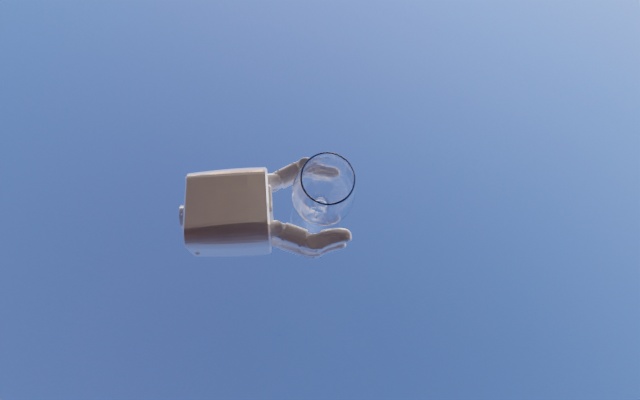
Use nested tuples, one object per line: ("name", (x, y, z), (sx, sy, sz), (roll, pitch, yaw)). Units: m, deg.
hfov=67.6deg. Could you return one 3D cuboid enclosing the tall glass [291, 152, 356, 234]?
("tall glass", (0.000, 0.002, 0.620), (0.079, 0.079, 0.201), (0, -16, -5))
